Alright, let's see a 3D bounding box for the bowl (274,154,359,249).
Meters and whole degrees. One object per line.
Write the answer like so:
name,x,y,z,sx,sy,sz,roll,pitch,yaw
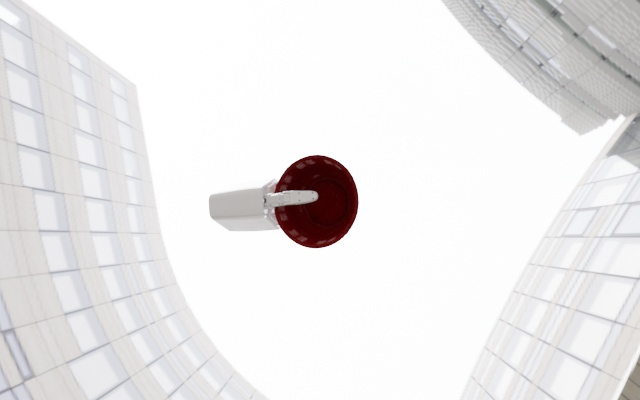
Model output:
bowl,0.002,0.003,0.838,0.162,0.162,0.055,0,-2,25
